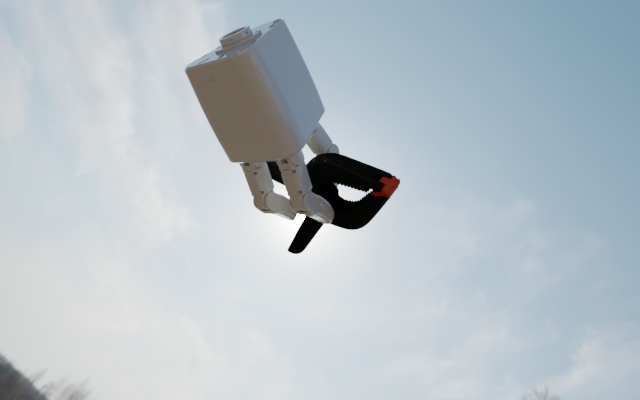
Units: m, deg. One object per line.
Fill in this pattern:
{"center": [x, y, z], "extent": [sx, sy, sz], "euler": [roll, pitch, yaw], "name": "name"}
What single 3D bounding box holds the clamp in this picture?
{"center": [0.001, 0.001, 0.548], "extent": [0.210, 0.165, 0.036], "euler": [1, 37, 40], "name": "clamp"}
